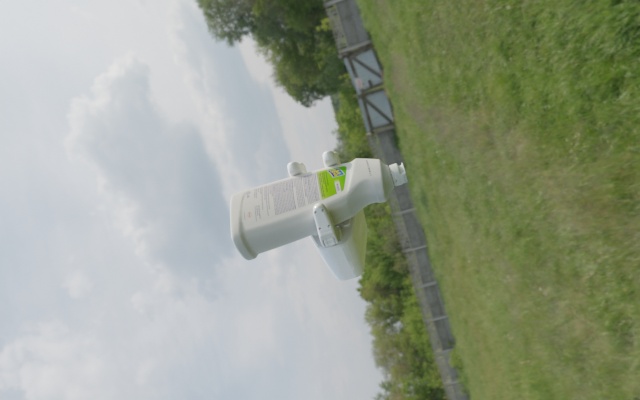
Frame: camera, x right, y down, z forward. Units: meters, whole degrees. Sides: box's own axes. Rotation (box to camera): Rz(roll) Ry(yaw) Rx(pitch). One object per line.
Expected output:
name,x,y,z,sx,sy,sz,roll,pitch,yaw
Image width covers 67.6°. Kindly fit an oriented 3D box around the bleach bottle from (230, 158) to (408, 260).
bleach bottle,0.000,0.002,0.676,0.251,0.102,0.068,-16,-41,7
